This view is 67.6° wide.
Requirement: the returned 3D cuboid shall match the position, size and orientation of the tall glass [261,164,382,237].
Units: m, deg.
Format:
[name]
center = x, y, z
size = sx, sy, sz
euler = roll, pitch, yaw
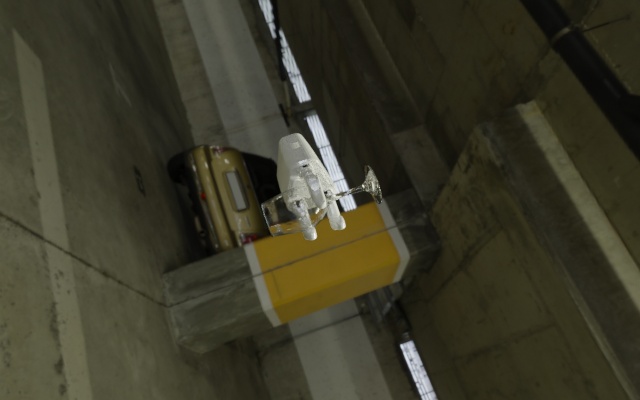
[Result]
[tall glass]
center = 0.001, 0.003, 0.835
size = 0.201, 0.079, 0.079
euler = -19, 2, -7
